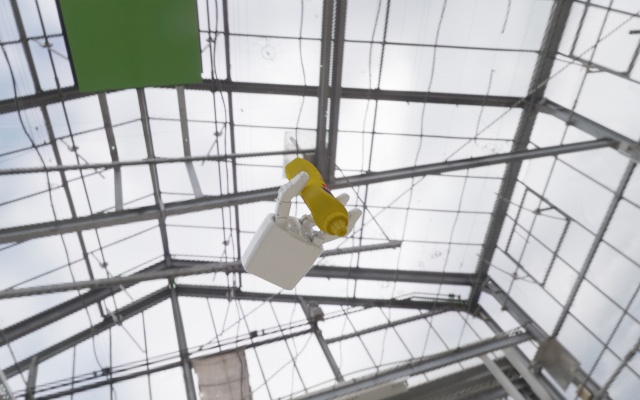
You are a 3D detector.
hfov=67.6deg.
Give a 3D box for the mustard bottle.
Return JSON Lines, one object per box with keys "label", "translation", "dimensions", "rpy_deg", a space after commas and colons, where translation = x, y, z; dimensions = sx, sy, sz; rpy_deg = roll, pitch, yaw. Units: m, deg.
{"label": "mustard bottle", "translation": [0.000, 0.002, 0.838], "dimensions": [0.058, 0.096, 0.191], "rpy_deg": [-36, 39, 2]}
